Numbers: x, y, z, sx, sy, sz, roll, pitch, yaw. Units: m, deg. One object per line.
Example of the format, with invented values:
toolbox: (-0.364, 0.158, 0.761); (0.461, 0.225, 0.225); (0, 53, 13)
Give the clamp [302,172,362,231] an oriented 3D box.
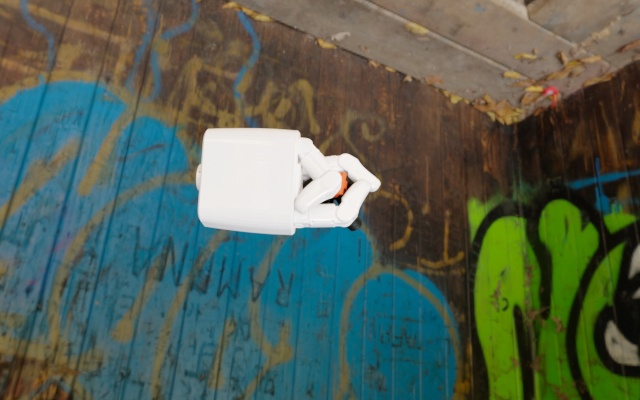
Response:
clamp: (0.000, 0.003, 0.627); (0.120, 0.039, 0.171); (3, -20, 1)
